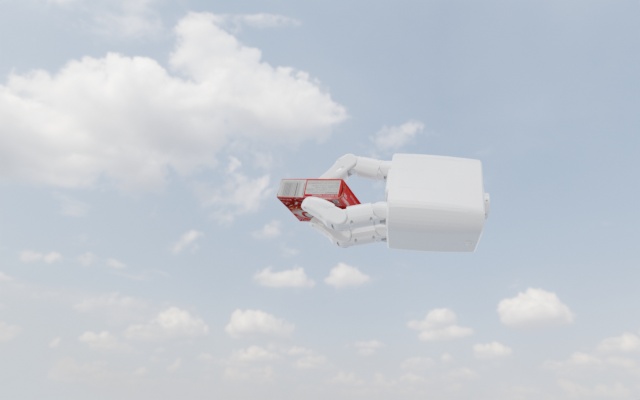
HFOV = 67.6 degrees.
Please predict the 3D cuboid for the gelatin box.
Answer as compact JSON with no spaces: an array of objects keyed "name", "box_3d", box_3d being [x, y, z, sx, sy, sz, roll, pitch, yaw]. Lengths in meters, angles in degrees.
[{"name":"gelatin box","box_3d":[0.000,0.002,0.607,0.089,0.030,0.073,2,-26,25]}]
